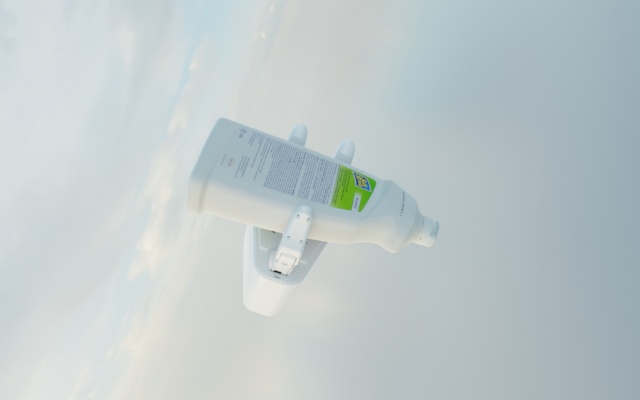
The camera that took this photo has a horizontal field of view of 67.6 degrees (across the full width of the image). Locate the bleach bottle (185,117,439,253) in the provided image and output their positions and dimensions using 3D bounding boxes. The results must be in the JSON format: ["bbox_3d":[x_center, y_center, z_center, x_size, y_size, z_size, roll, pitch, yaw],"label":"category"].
[{"bbox_3d":[0.000,0.001,0.488,0.251,0.102,0.068,19,-35,-6],"label":"bleach bottle"}]
